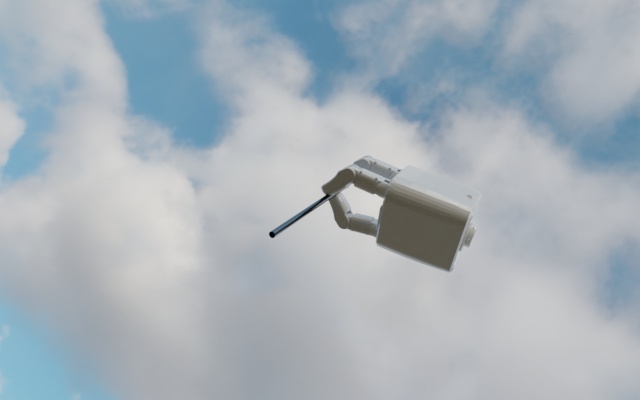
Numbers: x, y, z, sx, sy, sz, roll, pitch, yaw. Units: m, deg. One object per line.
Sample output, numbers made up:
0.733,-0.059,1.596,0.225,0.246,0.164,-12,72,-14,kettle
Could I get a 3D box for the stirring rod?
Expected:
0.000,0.002,0.623,0.011,0.011,0.239,0,17,28,stirring rod
